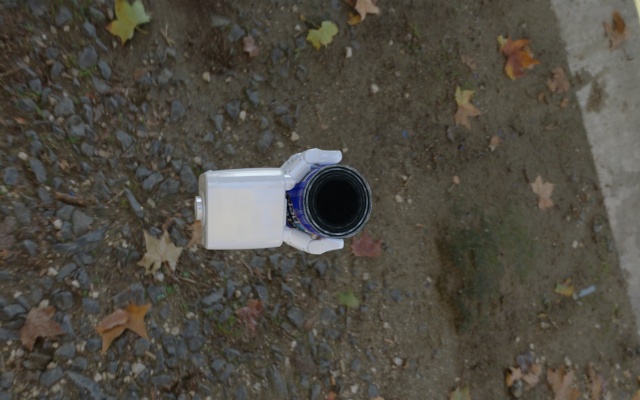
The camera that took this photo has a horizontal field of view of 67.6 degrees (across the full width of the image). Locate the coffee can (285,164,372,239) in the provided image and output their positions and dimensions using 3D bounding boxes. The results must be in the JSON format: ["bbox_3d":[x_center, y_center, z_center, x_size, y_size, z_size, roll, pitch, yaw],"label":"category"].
[{"bbox_3d":[0.000,0.002,0.711,0.103,0.103,0.140,0,-1,-20],"label":"coffee can"}]
